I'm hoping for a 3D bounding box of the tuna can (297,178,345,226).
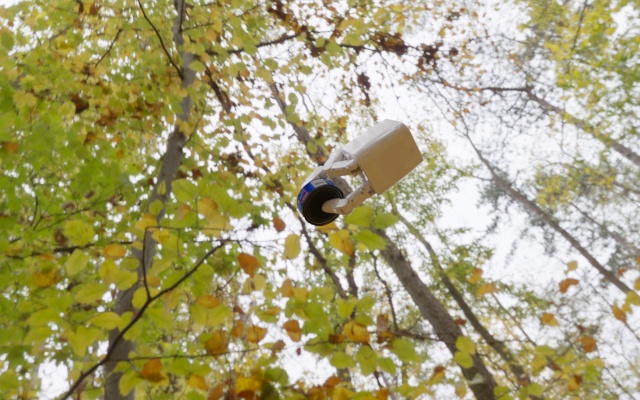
[{"bbox_3d":[0.000,0.003,0.882,0.086,0.086,0.033,0,27,-28],"label":"tuna can"}]
